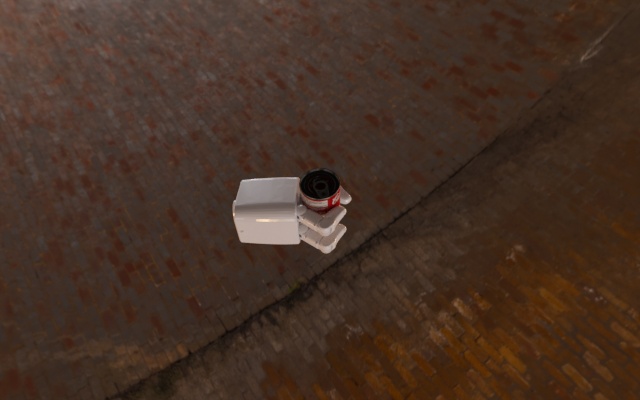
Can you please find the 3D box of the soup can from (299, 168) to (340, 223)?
[{"bbox_3d":[0.001,0.003,0.822,0.068,0.068,0.102,0,-38,2],"label":"soup can"}]
